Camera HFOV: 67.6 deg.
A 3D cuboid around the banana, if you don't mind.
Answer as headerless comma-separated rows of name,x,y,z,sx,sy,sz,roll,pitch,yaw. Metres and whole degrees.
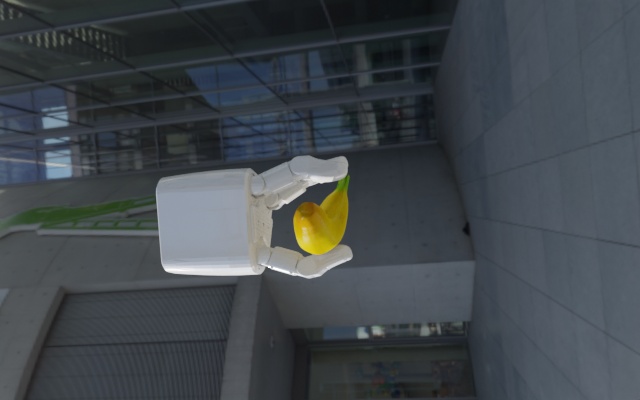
banana,0.002,0.019,0.479,0.037,0.069,0.197,-1,11,10
